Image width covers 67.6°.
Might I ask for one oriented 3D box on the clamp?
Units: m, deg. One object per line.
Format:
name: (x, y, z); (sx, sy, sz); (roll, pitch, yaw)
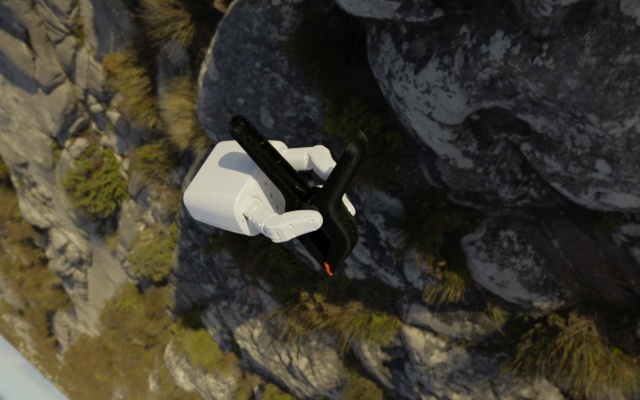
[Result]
clamp: (0.000, 0.003, 0.509); (0.164, 0.210, 0.036); (9, 44, 39)
